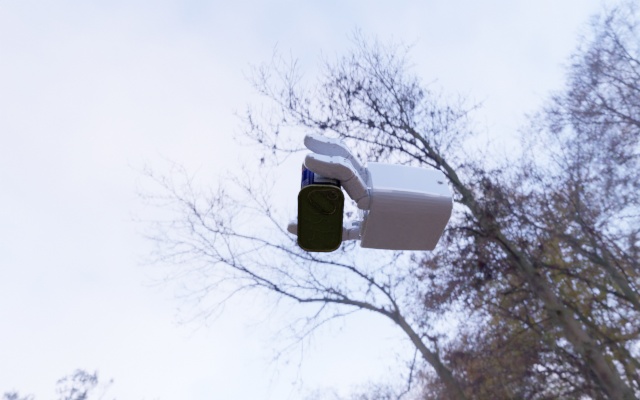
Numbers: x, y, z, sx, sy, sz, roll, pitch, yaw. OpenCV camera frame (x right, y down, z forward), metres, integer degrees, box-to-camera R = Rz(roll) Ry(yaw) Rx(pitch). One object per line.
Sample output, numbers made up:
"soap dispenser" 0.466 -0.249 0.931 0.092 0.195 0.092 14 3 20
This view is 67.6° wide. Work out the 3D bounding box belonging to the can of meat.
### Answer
"can of meat" 0.000 0.002 0.619 0.057 0.102 0.084 2 34 0
